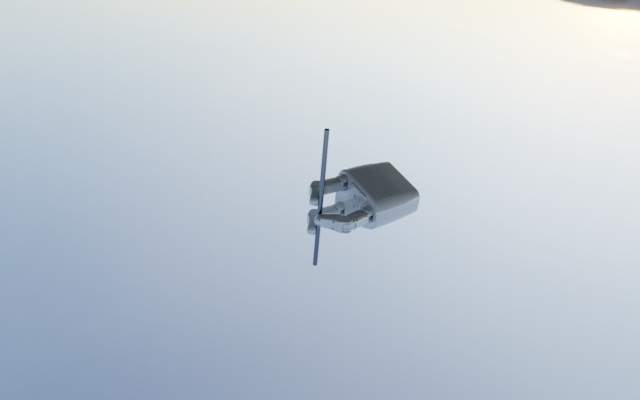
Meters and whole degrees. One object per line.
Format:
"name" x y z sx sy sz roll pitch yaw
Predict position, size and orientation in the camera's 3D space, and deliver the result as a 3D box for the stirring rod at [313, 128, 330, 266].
"stirring rod" 0.000 0.002 0.748 0.011 0.240 0.011 4 29 -2
